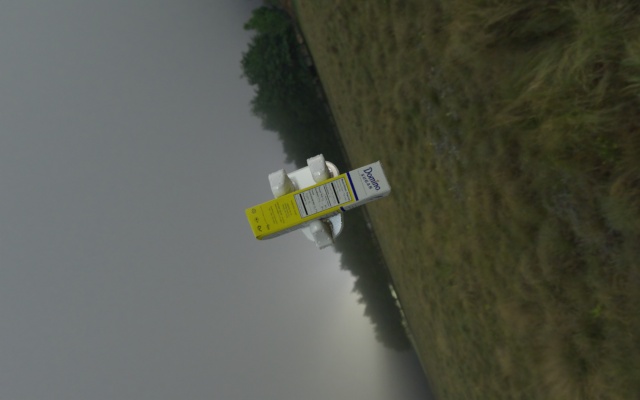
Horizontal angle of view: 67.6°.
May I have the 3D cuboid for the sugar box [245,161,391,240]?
[{"bbox_3d":[0.000,0.002,0.615,0.176,0.048,0.093,-22,-5,3],"label":"sugar box"}]
